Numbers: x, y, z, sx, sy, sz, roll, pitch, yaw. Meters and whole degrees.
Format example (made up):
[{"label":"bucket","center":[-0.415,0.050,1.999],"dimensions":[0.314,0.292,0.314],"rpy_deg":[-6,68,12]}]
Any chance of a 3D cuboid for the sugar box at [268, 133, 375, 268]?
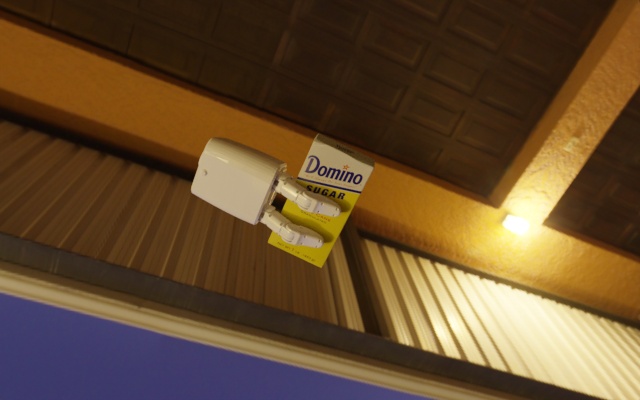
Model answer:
[{"label":"sugar box","center":[0.000,0.003,0.694],"dimensions":[0.093,0.176,0.048],"rpy_deg":[25,24,-2]}]
